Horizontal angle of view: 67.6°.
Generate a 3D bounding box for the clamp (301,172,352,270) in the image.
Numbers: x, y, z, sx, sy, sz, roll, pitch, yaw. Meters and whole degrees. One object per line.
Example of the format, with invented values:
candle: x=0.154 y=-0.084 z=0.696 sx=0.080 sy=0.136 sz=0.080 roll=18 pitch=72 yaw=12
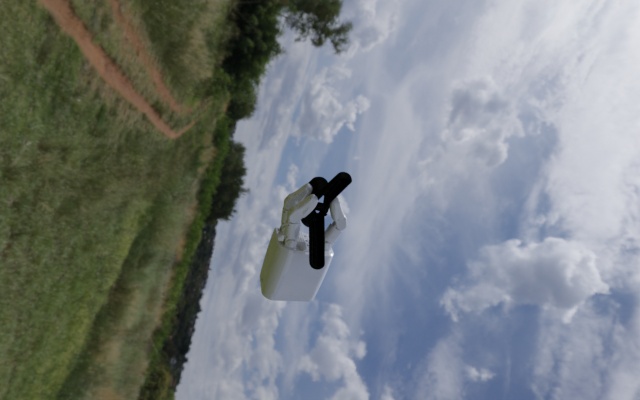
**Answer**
clamp: x=0.001 y=0.003 z=0.837 sx=0.036 sy=0.164 sz=0.210 roll=15 pitch=18 yaw=-17
